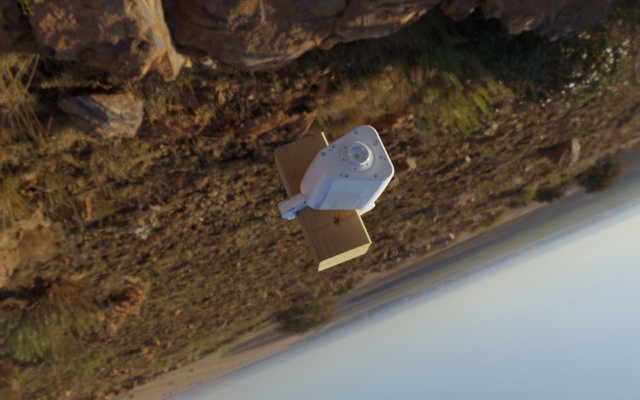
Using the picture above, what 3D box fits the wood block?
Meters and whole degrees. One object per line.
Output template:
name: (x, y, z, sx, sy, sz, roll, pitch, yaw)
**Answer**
wood block: (0.000, 0.003, 0.813, 0.091, 0.206, 0.090, -20, -16, -8)
